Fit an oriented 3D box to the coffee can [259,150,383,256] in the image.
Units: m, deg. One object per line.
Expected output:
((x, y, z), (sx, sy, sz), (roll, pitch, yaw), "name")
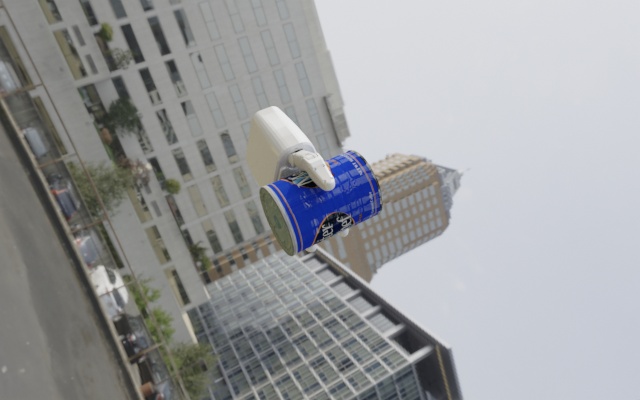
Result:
((0.000, 0.002, 0.665), (0.140, 0.103, 0.103), (-24, 8, -18), "coffee can")
